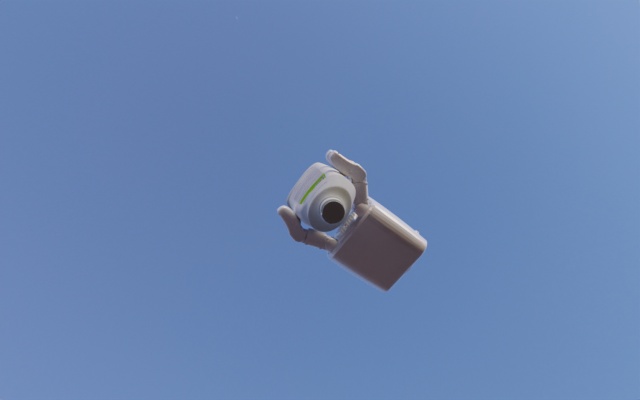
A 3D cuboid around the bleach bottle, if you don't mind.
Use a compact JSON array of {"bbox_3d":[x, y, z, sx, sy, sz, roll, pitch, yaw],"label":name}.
[{"bbox_3d":[0.000,0.002,0.696,0.068,0.102,0.251,34,5,-9],"label":"bleach bottle"}]
